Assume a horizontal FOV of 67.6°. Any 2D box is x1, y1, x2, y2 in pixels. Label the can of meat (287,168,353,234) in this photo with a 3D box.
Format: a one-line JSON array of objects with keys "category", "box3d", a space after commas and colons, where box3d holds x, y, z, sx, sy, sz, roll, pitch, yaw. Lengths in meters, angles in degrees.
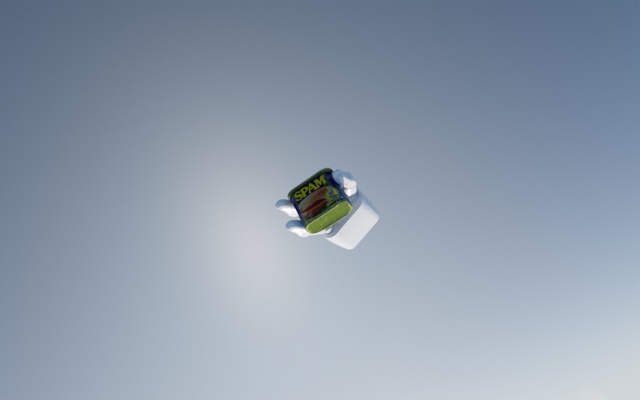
[{"category": "can of meat", "box3d": [0.000, 0.003, 0.897, 0.102, 0.084, 0.057, -34, -32, 9]}]
